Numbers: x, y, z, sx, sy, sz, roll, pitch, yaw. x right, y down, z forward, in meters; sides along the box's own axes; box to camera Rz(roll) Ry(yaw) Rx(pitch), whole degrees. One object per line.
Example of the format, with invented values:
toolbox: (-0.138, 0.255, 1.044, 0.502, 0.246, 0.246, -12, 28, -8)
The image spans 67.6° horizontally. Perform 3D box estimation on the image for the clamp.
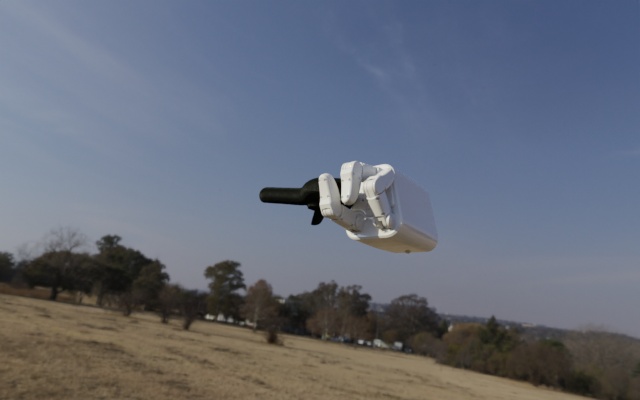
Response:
clamp: (0.000, 0.002, 0.731, 0.171, 0.039, 0.120, -7, -23, 44)
